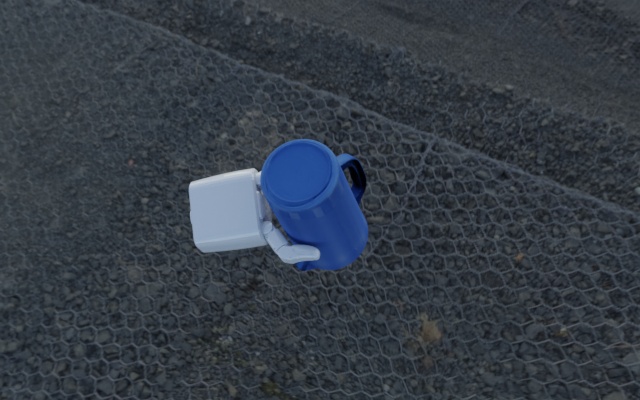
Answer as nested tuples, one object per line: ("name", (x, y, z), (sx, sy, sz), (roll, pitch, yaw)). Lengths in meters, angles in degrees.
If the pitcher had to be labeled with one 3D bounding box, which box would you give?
("pitcher", (0.000, 0.002, 0.728), (0.145, 0.149, 0.243), (-10, -25, 7))
